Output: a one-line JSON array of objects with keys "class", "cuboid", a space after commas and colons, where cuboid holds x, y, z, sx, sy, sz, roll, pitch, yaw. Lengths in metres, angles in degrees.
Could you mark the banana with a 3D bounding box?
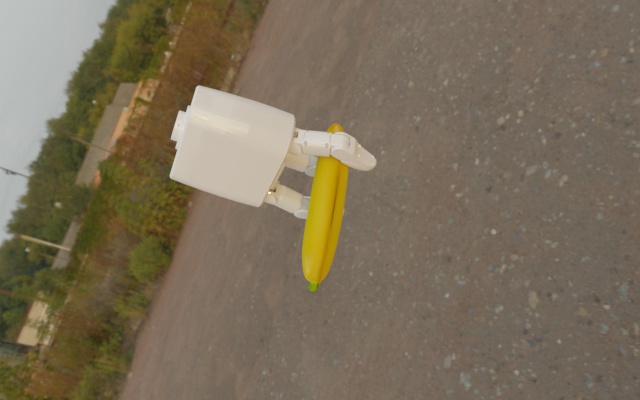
[{"class": "banana", "cuboid": [0.004, 0.004, 0.529, 0.037, 0.198, 0.069, 11, -5, -13]}]
